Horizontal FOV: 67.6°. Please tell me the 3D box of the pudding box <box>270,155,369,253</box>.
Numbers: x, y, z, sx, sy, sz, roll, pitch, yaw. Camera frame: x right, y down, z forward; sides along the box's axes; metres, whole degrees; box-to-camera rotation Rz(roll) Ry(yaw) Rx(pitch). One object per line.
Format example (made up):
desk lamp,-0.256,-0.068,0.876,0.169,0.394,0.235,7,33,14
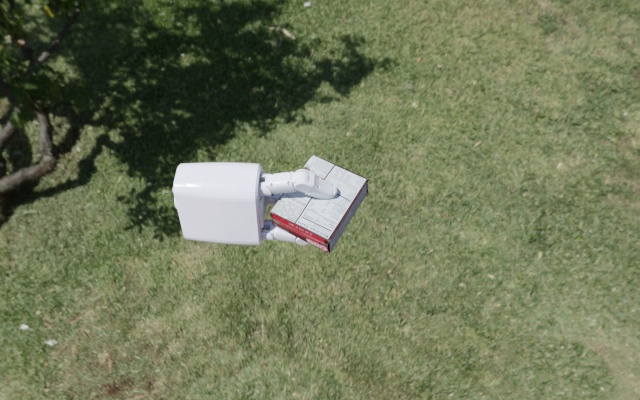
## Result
pudding box,0.000,0.002,0.633,0.090,0.113,0.039,26,-27,16
